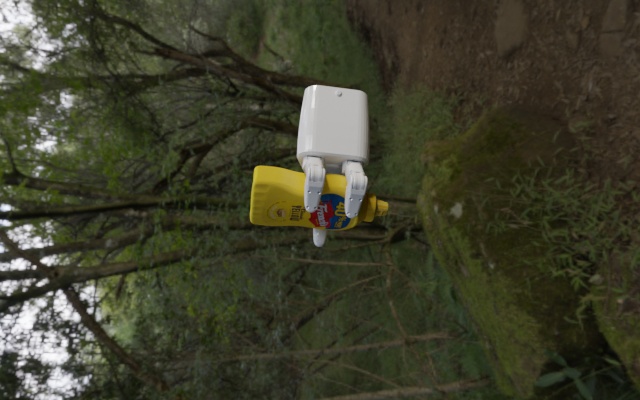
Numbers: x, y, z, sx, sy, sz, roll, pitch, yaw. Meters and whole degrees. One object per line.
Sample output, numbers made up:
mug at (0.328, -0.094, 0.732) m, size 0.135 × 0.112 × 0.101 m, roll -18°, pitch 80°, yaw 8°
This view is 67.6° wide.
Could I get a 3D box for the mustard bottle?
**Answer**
mustard bottle at (0.000, 0.002, 0.668) m, size 0.191 × 0.058 × 0.096 m, roll 5°, pitch -42°, yaw -7°
